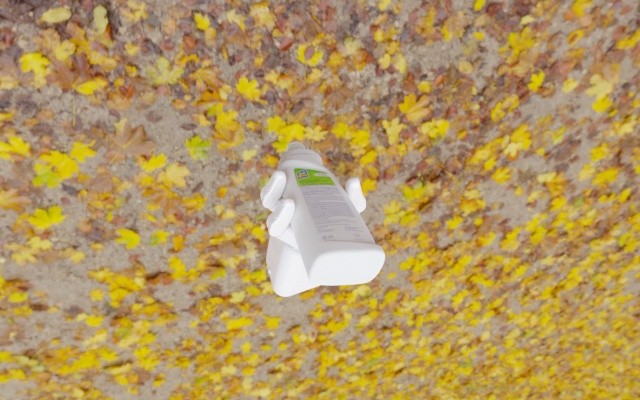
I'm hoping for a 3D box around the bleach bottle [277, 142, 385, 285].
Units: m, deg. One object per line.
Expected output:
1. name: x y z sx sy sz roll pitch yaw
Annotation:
1. bleach bottle: 0.000 0.002 0.681 0.102 0.068 0.250 2 42 -22
